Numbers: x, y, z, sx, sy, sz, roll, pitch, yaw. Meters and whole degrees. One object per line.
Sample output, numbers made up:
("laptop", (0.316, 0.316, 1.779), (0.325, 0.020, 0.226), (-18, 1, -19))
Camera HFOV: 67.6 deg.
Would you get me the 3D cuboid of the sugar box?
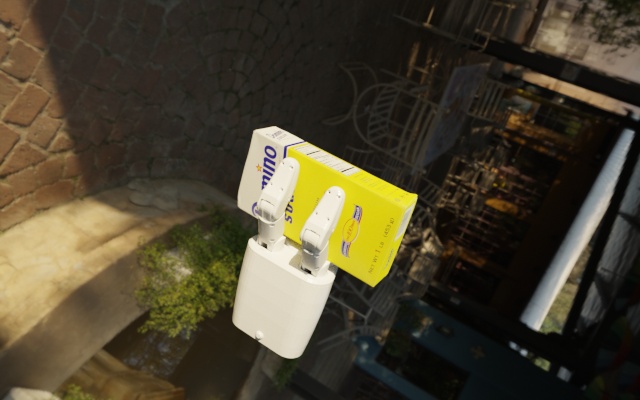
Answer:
("sugar box", (0.000, 0.002, 0.483), (0.176, 0.093, 0.048), (27, 26, 19))
